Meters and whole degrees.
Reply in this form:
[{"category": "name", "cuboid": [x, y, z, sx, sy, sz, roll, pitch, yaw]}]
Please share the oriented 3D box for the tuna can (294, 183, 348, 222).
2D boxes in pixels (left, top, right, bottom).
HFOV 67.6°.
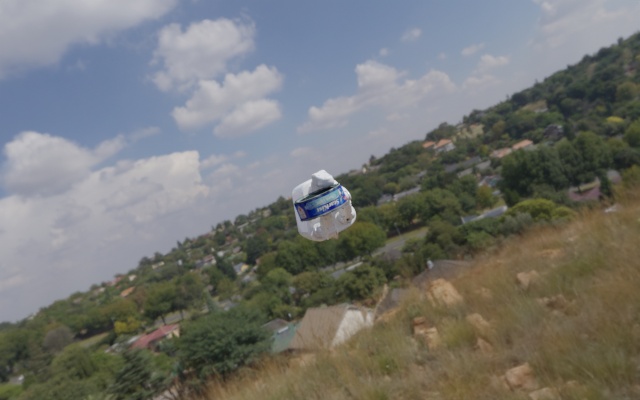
[{"category": "tuna can", "cuboid": [0.000, 0.002, 0.790, 0.086, 0.034, 0.086, -22, 7, 3]}]
